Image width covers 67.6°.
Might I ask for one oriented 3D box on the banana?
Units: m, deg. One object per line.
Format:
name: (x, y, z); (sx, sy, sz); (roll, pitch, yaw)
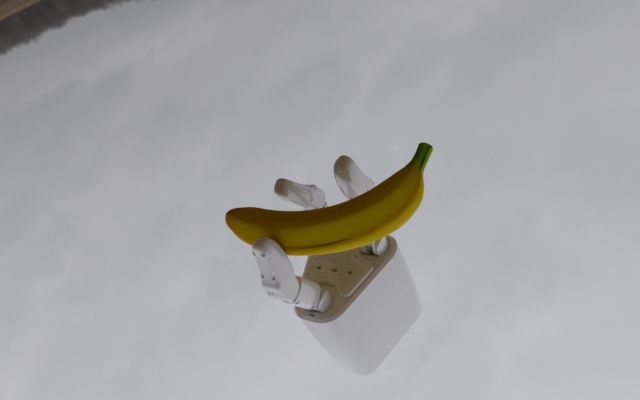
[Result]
banana: (0.002, 0.014, 0.395); (0.198, 0.069, 0.037); (-17, -47, 20)
